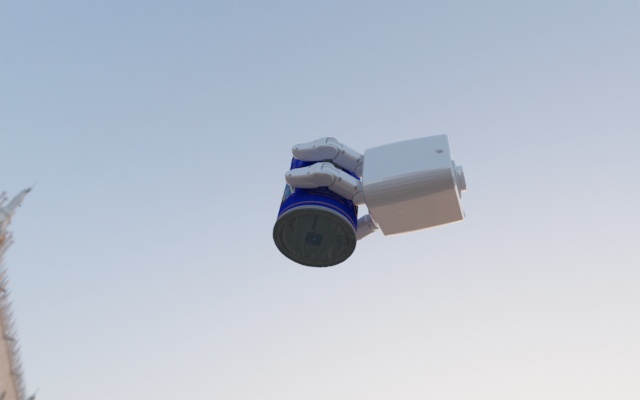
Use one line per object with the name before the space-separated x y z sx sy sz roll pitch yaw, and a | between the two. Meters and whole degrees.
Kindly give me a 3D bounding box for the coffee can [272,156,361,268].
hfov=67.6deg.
coffee can | 0.000 0.002 0.626 0.103 0.103 0.140 0 41 8
